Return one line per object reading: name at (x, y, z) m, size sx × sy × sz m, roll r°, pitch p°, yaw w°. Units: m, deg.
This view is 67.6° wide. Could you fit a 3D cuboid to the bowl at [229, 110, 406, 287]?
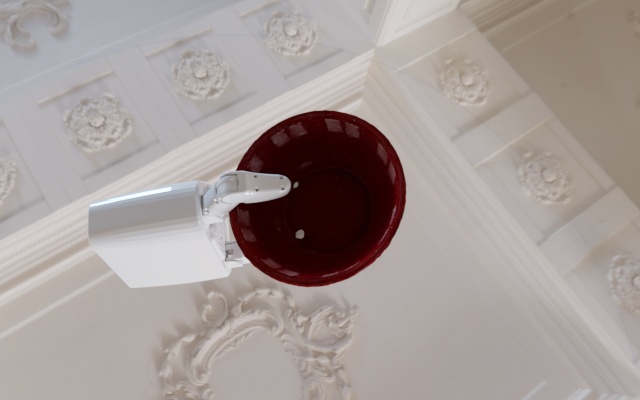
bowl at (0.001, 0.002, 0.439) m, size 0.162 × 0.162 × 0.055 m, roll 0°, pitch -17°, yaw 16°
